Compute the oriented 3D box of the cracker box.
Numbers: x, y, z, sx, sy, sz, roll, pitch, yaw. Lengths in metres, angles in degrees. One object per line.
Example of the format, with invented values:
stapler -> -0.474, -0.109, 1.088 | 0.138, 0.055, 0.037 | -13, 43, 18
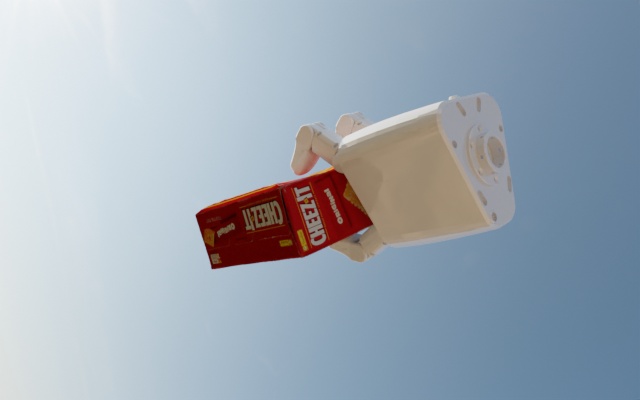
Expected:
cracker box -> 0.000, 0.002, 0.513 | 0.213, 0.072, 0.164 | -20, 3, -41
